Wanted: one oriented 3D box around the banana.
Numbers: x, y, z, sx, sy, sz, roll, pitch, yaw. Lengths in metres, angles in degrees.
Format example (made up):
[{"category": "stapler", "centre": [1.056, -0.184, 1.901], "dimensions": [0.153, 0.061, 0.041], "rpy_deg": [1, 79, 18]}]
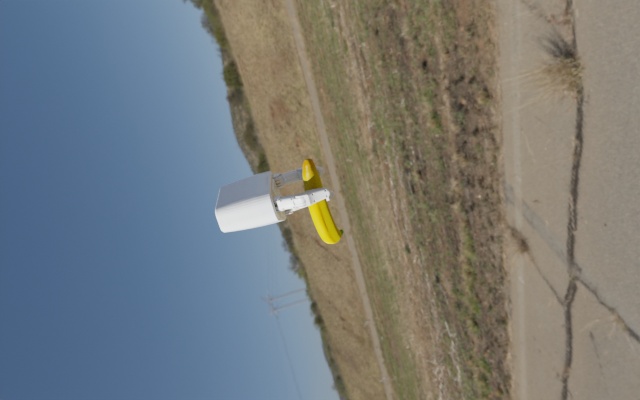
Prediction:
[{"category": "banana", "centre": [0.002, 0.017, 0.879], "dimensions": [0.037, 0.198, 0.069], "rpy_deg": [-15, 39, 9]}]
